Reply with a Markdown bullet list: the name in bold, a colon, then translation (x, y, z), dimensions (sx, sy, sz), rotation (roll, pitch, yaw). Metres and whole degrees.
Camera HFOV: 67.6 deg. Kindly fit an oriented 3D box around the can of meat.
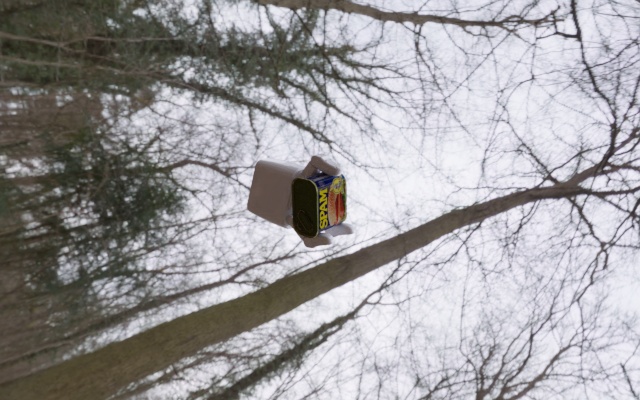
- **can of meat**: translation (0.000, 0.003, 0.819), dimensions (0.057, 0.102, 0.084), rotation (15, 24, 39)
